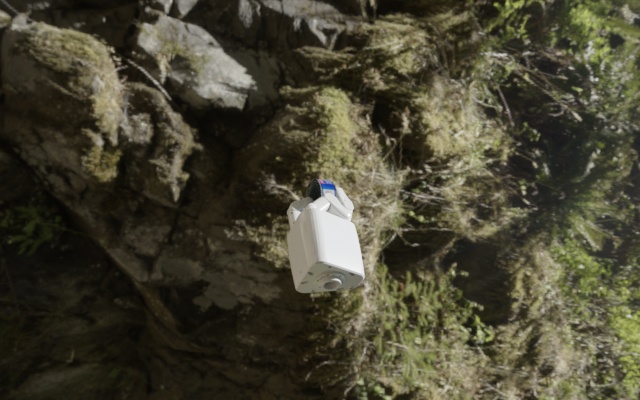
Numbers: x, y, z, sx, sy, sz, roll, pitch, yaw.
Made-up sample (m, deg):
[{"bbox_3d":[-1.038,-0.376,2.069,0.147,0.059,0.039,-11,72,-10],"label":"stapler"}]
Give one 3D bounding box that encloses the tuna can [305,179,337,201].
[{"bbox_3d":[0.001,0.003,0.896,0.034,0.086,0.086,5,-2,-22],"label":"tuna can"}]
